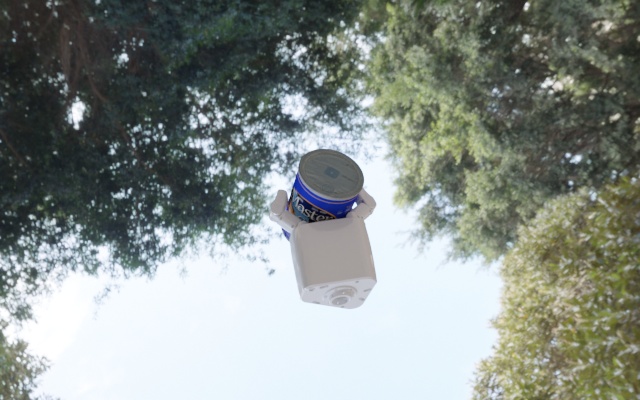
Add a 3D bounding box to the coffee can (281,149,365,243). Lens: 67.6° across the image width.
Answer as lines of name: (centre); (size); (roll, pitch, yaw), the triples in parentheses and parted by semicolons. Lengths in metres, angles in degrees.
coffee can: (0.000, 0.002, 0.763); (0.103, 0.102, 0.140); (0, -40, -19)
